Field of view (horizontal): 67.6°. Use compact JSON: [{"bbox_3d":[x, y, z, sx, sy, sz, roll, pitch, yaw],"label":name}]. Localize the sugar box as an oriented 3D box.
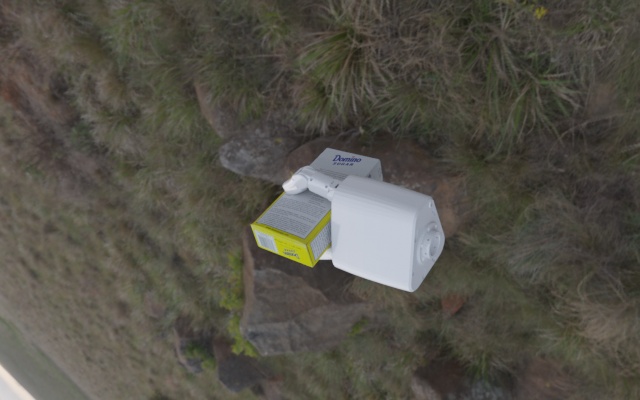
[{"bbox_3d":[0.000,0.003,0.630,0.093,0.048,0.176,17,46,33],"label":"sugar box"}]
